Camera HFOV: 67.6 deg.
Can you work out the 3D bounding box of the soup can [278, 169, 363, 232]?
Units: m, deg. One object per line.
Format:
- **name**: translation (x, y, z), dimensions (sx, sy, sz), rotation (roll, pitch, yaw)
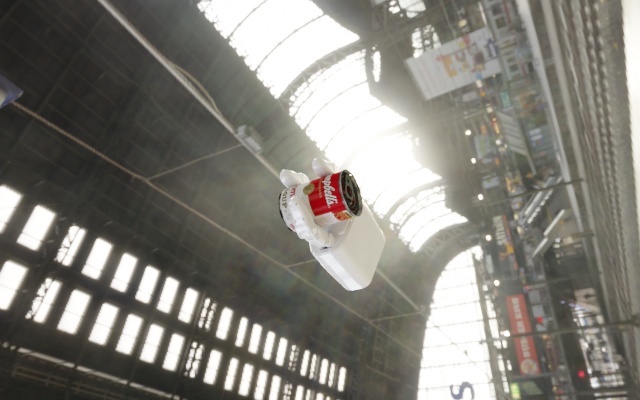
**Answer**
- **soup can**: translation (0.000, 0.002, 0.679), dimensions (0.102, 0.068, 0.068), rotation (-16, -7, 26)
